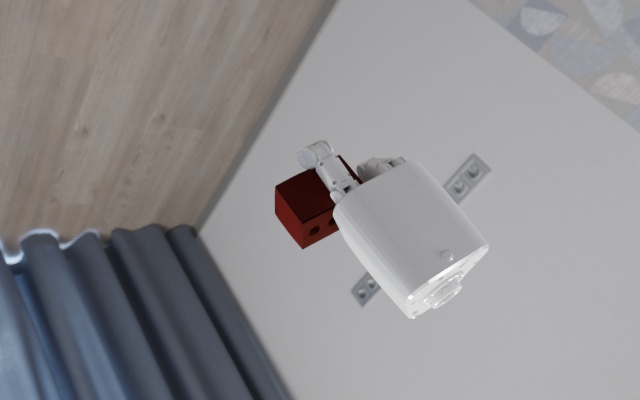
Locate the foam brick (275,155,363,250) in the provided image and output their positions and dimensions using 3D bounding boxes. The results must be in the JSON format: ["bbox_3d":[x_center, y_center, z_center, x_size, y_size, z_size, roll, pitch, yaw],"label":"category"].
[{"bbox_3d":[0.000,0.002,0.472,0.078,0.051,0.053,-27,-27,-19],"label":"foam brick"}]
